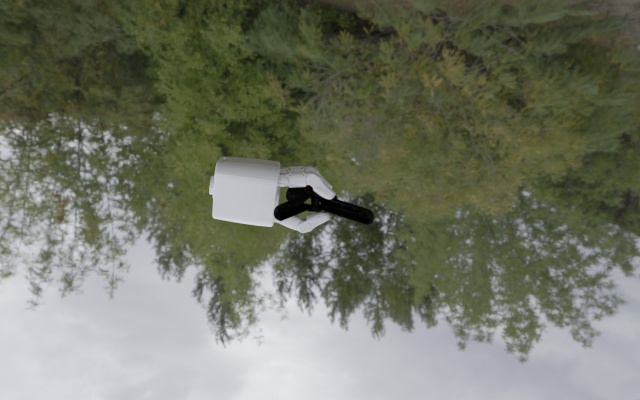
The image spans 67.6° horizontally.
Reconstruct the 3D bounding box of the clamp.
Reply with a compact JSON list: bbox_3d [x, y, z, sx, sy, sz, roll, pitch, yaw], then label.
[{"bbox_3d":[0.000,0.003,0.850,0.164,0.036,0.210,6,14,-6],"label":"clamp"}]
